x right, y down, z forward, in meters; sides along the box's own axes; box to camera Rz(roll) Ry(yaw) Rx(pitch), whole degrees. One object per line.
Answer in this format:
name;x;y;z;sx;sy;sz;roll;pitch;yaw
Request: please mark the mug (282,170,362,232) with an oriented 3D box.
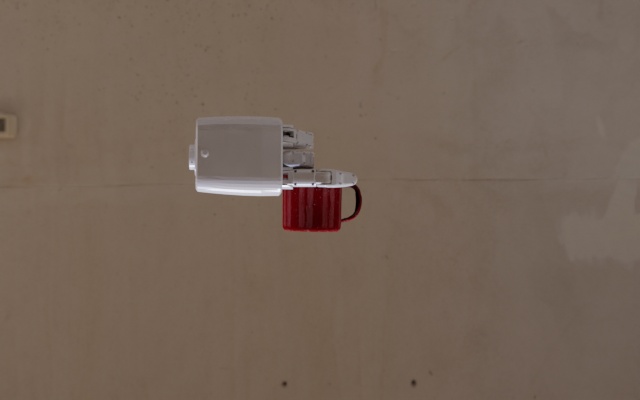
mug;0.002;0.002;0.666;0.117;0.081;0.093;1;-2;-10
